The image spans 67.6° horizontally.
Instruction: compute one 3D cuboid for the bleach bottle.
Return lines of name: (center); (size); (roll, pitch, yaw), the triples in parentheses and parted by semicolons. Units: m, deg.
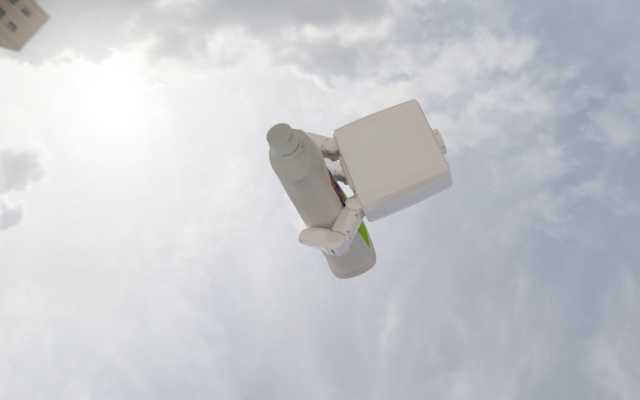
bleach bottle: (0.000, 0.002, 0.574); (0.068, 0.102, 0.251); (-22, -35, 7)
